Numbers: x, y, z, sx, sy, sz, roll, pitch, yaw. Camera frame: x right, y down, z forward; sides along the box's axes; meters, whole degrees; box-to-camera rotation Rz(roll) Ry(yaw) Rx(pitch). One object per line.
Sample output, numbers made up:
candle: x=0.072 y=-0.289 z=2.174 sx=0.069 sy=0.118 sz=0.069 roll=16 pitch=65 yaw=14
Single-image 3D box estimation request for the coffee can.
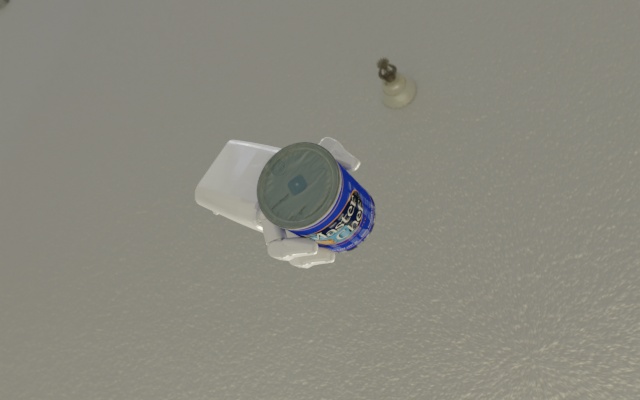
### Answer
coffee can: x=0.000 y=0.002 z=0.591 sx=0.103 sy=0.102 sz=0.140 roll=0 pitch=-17 yaw=24
